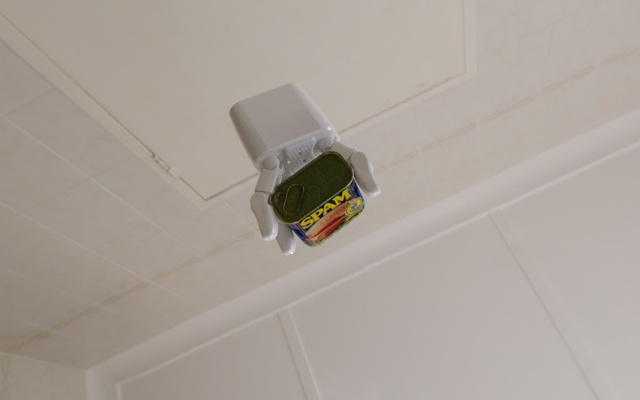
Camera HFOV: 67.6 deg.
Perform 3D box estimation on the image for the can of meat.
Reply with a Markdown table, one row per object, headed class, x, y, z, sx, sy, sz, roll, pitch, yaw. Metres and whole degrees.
| class | x | y | z | sx | sy | sz | roll | pitch | yaw |
| --- | --- | --- | --- | --- | --- | --- | --- | --- | --- |
| can of meat | 0.000 | 0.002 | 0.583 | 0.102 | 0.057 | 0.084 | -36 | -32 | -2 |
